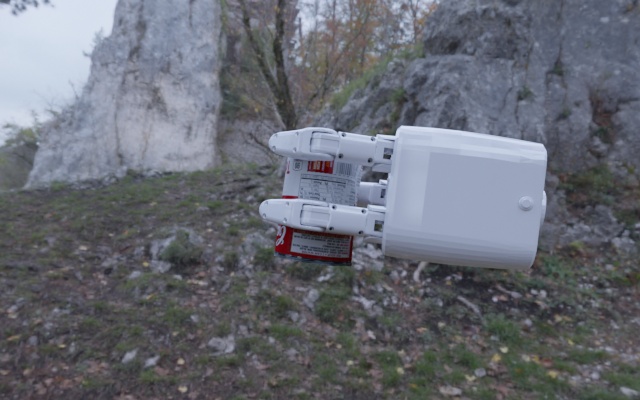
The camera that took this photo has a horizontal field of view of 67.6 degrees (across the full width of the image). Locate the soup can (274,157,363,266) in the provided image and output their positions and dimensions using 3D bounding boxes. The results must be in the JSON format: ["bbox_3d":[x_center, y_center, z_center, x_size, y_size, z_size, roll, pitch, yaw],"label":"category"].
[{"bbox_3d":[0.000,0.001,0.412,0.068,0.102,0.068,8,-2,0],"label":"soup can"}]
